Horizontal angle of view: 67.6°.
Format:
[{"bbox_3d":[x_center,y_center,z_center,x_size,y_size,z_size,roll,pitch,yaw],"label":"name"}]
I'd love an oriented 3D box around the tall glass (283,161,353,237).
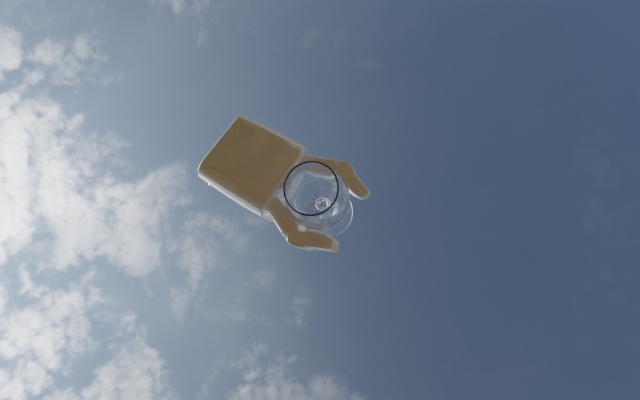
[{"bbox_3d":[0.000,0.002,0.618,0.079,0.079,0.201,0,-9,6],"label":"tall glass"}]
